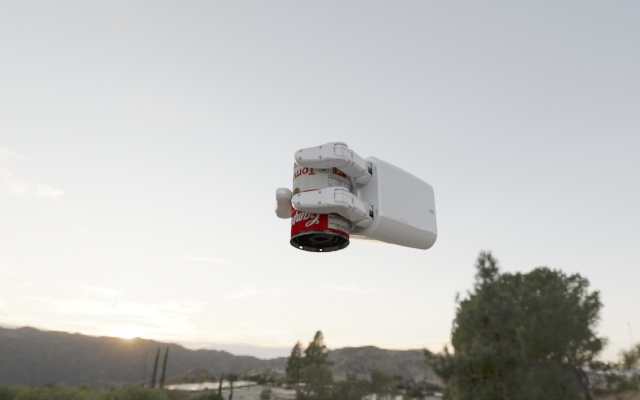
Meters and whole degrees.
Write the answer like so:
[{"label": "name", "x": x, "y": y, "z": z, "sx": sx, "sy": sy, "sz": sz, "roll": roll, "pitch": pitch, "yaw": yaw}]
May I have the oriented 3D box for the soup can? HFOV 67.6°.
[{"label": "soup can", "x": 0.000, "y": 0.001, "z": 0.553, "sx": 0.068, "sy": 0.102, "sz": 0.068, "roll": 1, "pitch": -24, "yaw": 0}]
